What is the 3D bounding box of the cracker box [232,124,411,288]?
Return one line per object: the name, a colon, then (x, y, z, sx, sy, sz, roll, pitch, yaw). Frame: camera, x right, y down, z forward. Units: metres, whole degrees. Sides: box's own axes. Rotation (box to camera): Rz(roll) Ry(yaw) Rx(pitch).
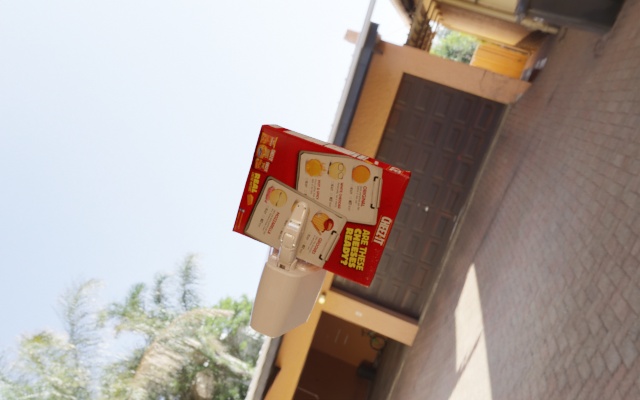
cracker box: (0.000, 0.002, 0.676, 0.213, 0.164, 0.072, 21, 15, 10)
